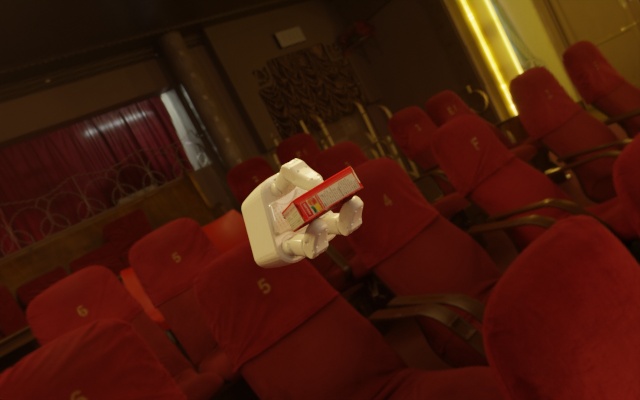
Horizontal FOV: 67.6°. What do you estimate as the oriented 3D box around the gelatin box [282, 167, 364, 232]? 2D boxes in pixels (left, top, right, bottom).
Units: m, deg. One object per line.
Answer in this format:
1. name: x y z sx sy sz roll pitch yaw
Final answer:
1. gelatin box: 0.000 0.001 0.525 0.073 0.030 0.089 -31 -3 -16
